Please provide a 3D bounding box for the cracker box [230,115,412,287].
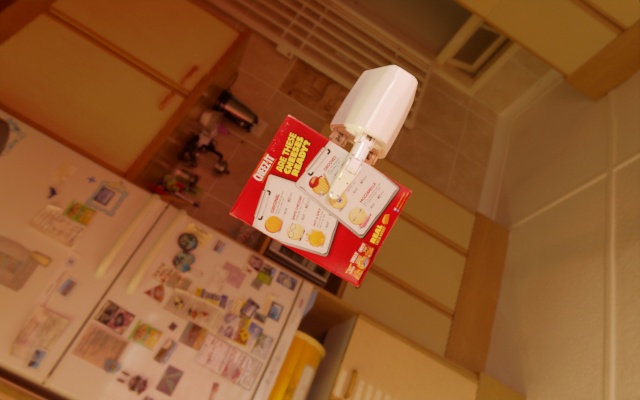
[{"bbox_3d":[0.000,0.002,0.706,0.214,0.164,0.072,31,-6,-8],"label":"cracker box"}]
